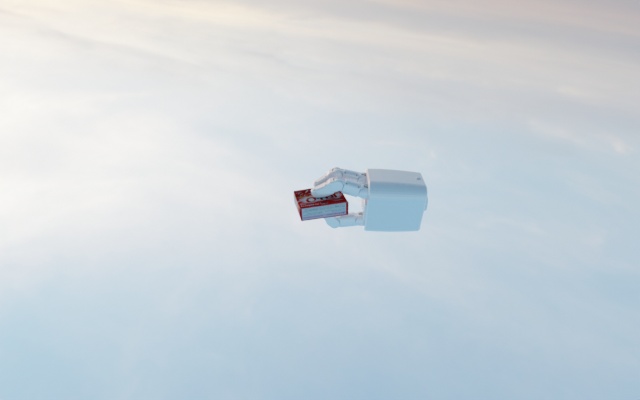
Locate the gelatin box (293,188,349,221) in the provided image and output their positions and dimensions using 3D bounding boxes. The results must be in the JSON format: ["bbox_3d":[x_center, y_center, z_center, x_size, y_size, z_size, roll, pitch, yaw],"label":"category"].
[{"bbox_3d":[0.000,0.003,0.872,0.089,0.030,0.073,-8,28,-9],"label":"gelatin box"}]
